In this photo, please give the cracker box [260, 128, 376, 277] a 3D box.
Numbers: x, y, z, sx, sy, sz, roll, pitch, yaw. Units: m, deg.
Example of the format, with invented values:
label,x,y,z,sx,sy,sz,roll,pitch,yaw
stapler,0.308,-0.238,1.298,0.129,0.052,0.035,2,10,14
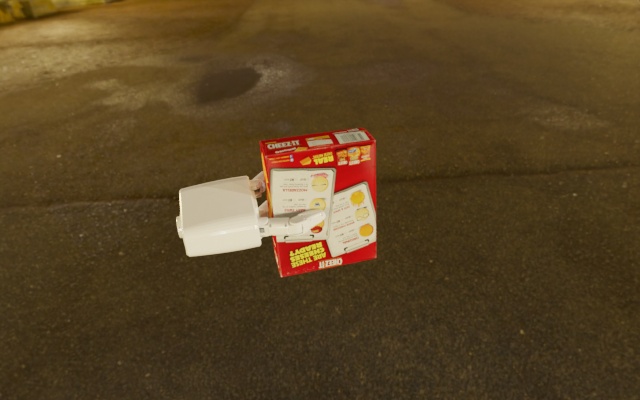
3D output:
label,x,y,z,sx,sy,sz,roll,pitch,yaw
cracker box,0.000,0.002,0.749,0.164,0.214,0.072,-10,31,-10
